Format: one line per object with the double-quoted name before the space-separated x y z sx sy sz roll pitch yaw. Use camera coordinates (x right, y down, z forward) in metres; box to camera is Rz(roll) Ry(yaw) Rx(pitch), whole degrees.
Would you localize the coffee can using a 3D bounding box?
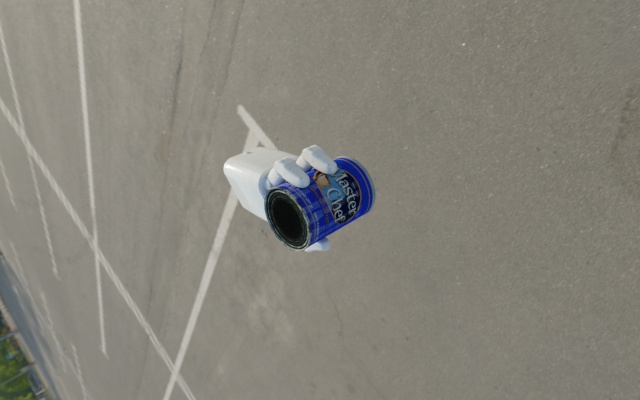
"coffee can" 0.000 0.002 0.730 0.140 0.103 0.103 -28 17 -36
